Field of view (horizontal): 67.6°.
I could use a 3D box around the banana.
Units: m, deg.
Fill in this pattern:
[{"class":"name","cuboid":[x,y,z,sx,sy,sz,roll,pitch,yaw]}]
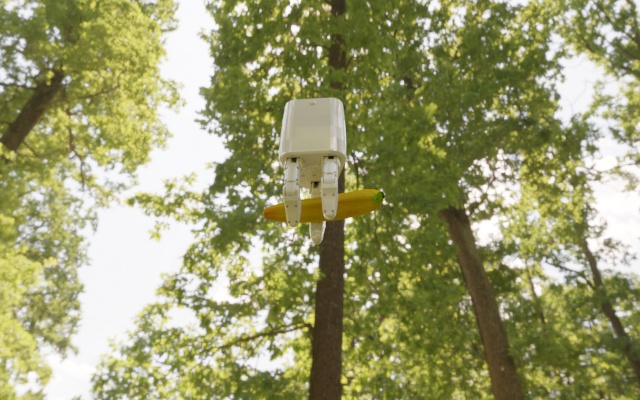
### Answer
[{"class":"banana","cuboid":[0.012,0.007,0.704,0.198,0.037,0.070,-11,-22,27]}]
